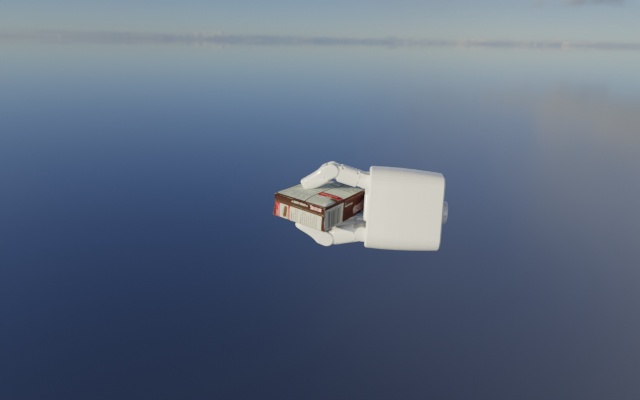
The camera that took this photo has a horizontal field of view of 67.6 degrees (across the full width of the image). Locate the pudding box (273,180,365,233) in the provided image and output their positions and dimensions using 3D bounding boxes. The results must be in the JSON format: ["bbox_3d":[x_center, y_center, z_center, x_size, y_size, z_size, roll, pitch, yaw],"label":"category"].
[{"bbox_3d":[0.000,0.002,0.700,0.090,0.039,0.113,16,22,30],"label":"pudding box"}]
